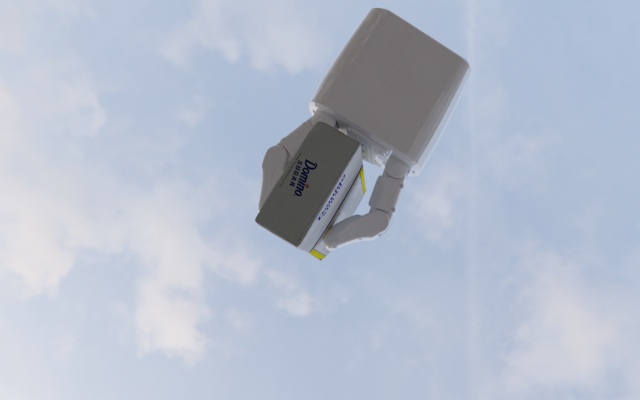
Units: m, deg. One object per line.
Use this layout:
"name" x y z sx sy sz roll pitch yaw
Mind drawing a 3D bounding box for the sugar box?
"sugar box" 0.000 0.001 0.434 0.048 0.093 0.176 30 -6 13
